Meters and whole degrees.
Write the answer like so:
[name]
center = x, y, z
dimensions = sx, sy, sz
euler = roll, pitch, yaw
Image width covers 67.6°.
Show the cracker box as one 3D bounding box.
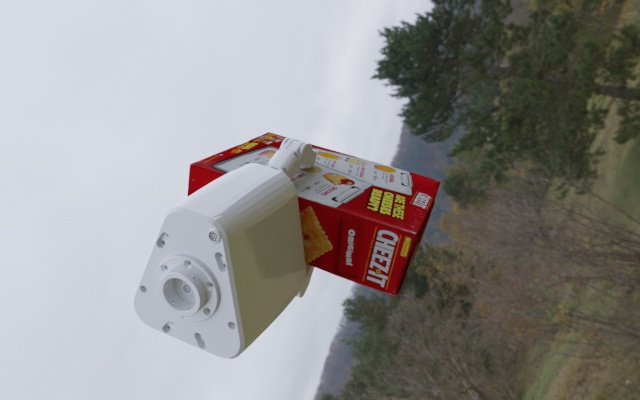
[cracker box]
center = 0.000, 0.001, 0.487
dimensions = 0.213, 0.072, 0.164
euler = 18, 23, 15
